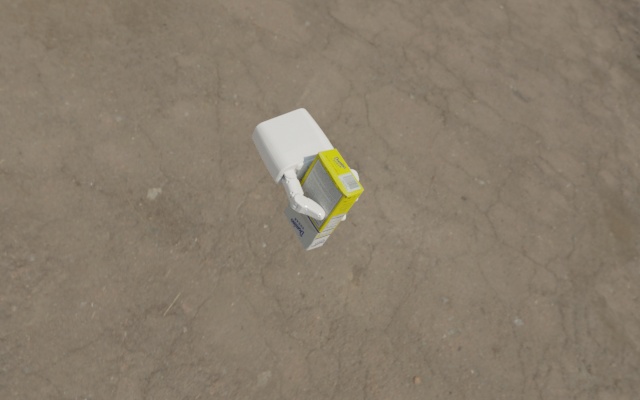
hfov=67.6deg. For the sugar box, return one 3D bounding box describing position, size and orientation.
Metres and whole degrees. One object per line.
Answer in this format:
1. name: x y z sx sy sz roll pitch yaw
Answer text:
1. sugar box: 0.001 0.002 0.833 0.048 0.093 0.176 -17 -26 -34
